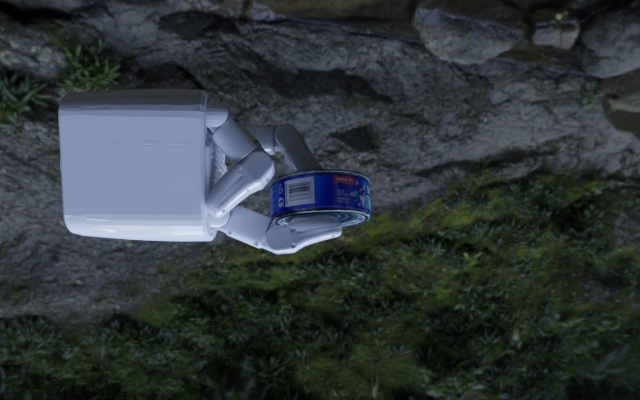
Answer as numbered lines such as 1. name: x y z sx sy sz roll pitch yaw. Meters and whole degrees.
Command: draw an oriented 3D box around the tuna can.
1. tuna can: 0.000 0.002 0.405 0.086 0.033 0.086 -3 -13 -1
